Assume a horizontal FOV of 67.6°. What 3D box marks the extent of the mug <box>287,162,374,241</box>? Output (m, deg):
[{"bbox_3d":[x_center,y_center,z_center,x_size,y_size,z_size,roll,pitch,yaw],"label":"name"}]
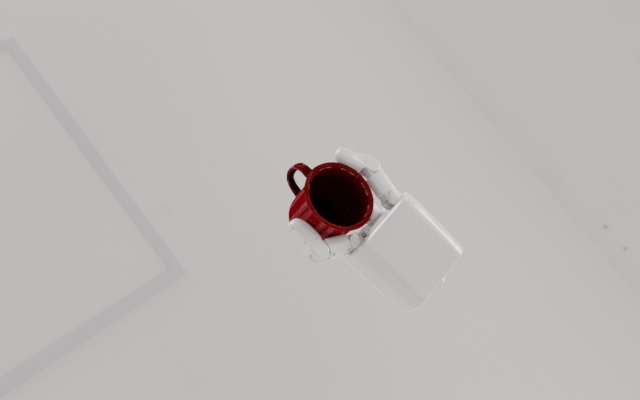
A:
[{"bbox_3d":[-0.001,0.001,0.613,0.093,0.117,0.081,-45,-1,-34],"label":"mug"}]
